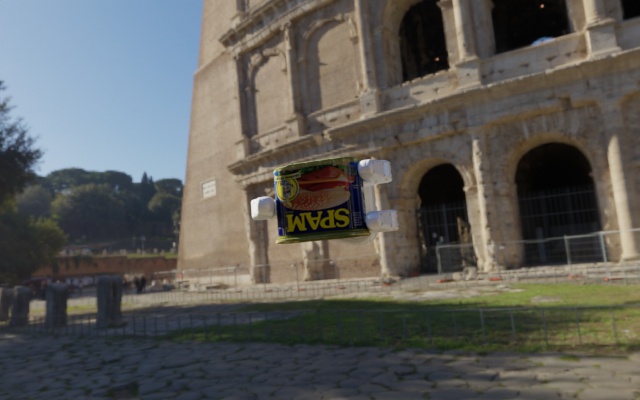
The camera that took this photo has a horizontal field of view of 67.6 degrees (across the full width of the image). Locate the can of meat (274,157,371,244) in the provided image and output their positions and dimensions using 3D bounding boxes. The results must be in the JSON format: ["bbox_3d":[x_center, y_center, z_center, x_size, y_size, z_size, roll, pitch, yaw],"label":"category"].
[{"bbox_3d":[0.000,0.001,0.527,0.102,0.084,0.057,-7,-7,13],"label":"can of meat"}]
